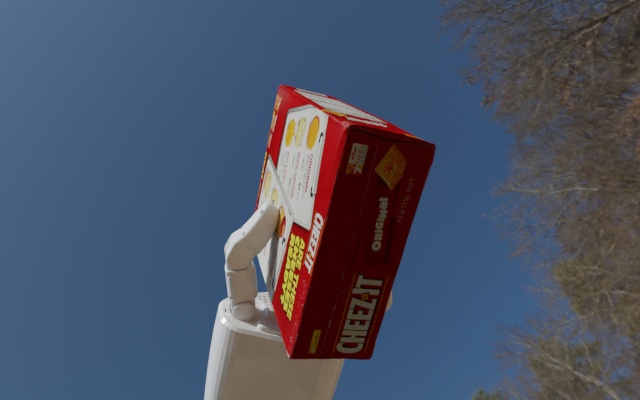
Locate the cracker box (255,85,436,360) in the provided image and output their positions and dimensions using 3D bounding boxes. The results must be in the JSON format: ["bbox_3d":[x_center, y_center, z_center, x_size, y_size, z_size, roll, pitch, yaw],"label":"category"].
[{"bbox_3d":[0.000,0.001,0.403,0.072,0.164,0.213,8,17,-19],"label":"cracker box"}]
